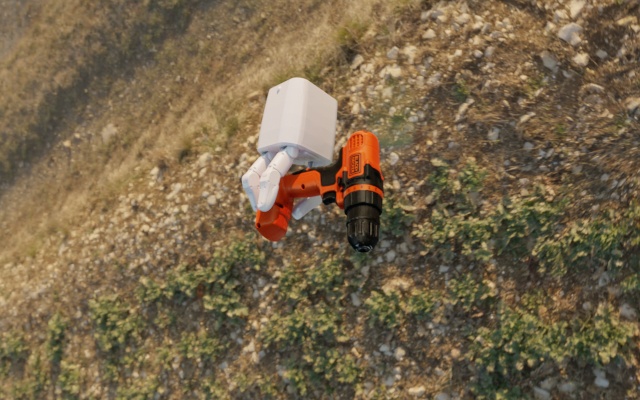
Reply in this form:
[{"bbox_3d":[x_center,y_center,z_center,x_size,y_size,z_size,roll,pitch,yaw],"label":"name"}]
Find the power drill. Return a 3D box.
[{"bbox_3d":[0.000,0.002,0.671,0.187,0.184,0.057,-15,-39,26],"label":"power drill"}]
